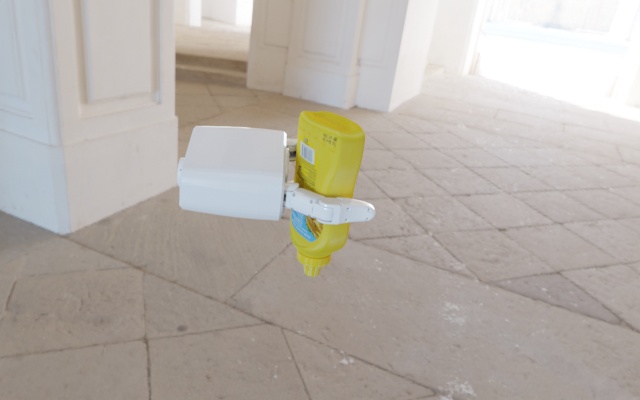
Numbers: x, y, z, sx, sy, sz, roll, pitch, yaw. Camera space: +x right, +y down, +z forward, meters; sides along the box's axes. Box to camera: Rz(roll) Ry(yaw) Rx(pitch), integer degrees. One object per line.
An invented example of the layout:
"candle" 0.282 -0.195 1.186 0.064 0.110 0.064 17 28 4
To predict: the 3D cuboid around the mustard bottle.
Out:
"mustard bottle" 0.000 0.002 0.543 0.058 0.192 0.096 -6 27 -29
